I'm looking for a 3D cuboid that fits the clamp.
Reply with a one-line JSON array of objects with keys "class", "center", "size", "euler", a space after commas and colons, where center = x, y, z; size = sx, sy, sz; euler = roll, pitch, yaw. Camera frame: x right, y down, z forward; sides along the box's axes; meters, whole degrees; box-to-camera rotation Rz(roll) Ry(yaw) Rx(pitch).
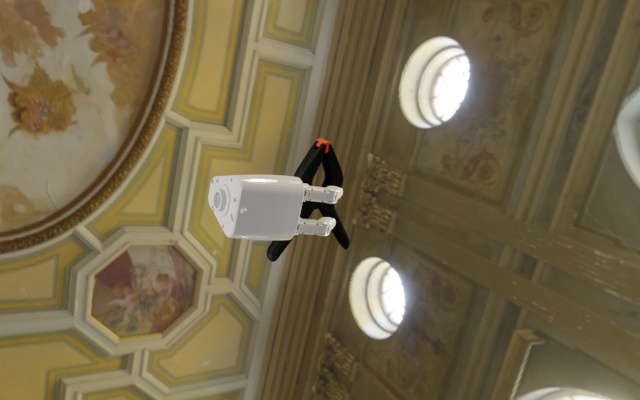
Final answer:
[{"class": "clamp", "center": [0.000, 0.002, 0.806], "size": [0.164, 0.210, 0.036], "euler": [2, 17, -37]}]
